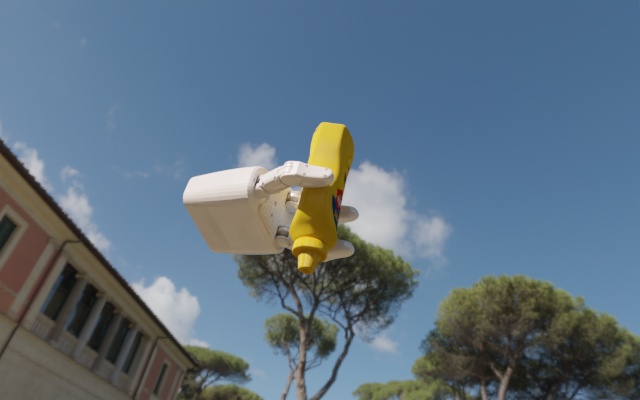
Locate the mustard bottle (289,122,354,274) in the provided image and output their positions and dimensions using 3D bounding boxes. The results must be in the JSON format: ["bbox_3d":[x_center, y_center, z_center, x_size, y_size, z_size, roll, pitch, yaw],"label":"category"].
[{"bbox_3d":[0.000,0.002,0.592,0.058,0.191,0.096,9,-34,6],"label":"mustard bottle"}]
